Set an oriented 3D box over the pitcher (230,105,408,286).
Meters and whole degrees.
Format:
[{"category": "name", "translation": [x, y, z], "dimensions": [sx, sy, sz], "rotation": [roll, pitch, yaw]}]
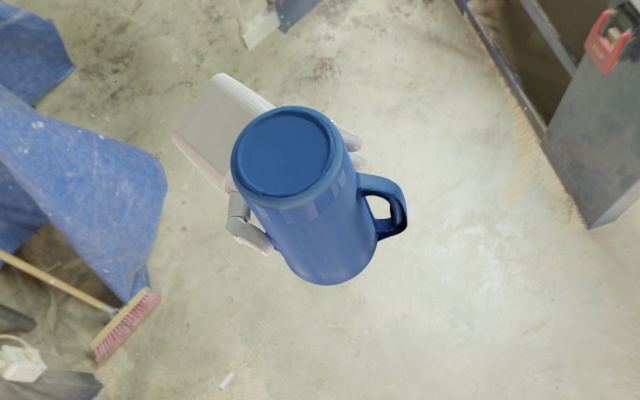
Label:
[{"category": "pitcher", "translation": [0.000, 0.002, 0.534], "dimensions": [0.145, 0.149, 0.243], "rotation": [40, -10, 23]}]
